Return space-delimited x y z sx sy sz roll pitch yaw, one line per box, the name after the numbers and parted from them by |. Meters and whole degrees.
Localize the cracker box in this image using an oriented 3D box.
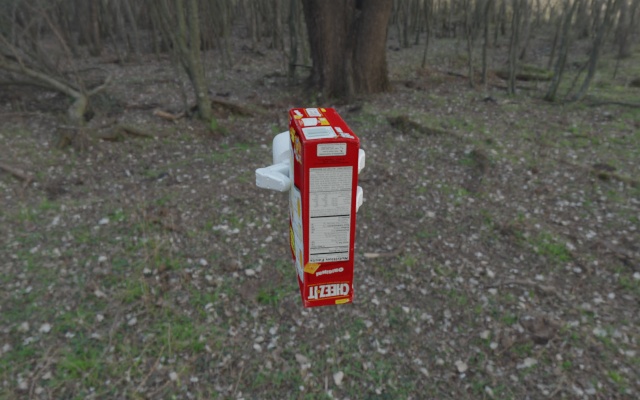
0.000 0.002 0.618 0.072 0.214 0.164 -3 23 -8 | cracker box
